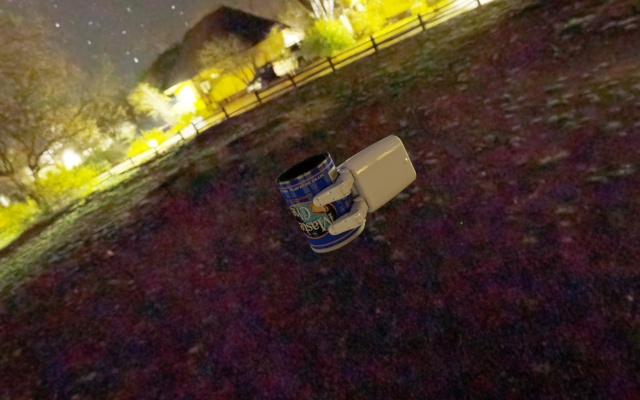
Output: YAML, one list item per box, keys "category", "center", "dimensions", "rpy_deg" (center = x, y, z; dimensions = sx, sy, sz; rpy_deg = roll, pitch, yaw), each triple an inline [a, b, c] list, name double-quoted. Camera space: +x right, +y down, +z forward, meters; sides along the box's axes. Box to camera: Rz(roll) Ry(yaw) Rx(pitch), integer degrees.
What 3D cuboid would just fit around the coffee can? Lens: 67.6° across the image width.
- category: "coffee can"
  center: [0.000, 0.003, 0.815]
  dimensions: [0.103, 0.140, 0.102]
  rpy_deg: [-25, 18, 9]
